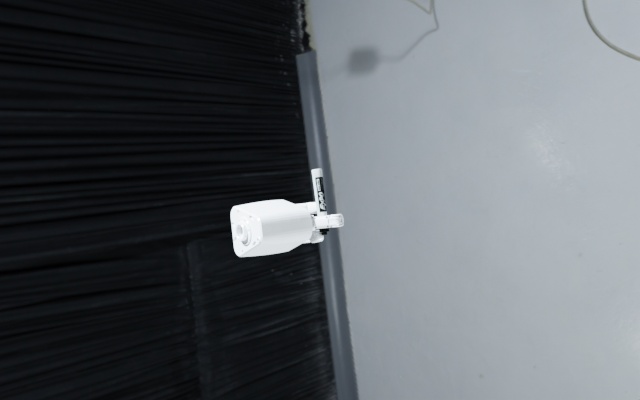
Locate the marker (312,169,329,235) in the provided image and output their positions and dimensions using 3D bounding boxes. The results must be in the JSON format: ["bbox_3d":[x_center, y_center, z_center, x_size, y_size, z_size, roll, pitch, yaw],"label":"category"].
[{"bbox_3d":[0.000,0.003,0.875,0.020,0.121,0.020,-7,-1,0],"label":"marker"}]
